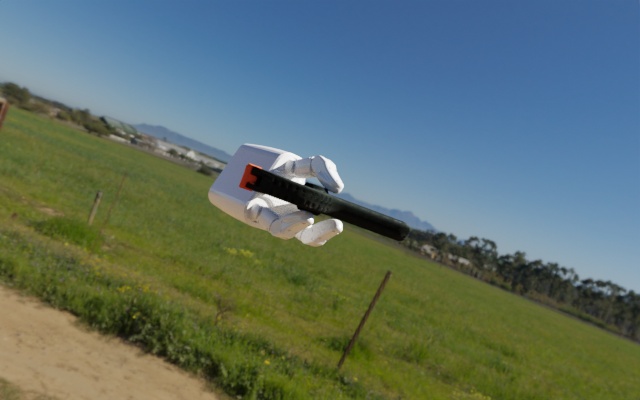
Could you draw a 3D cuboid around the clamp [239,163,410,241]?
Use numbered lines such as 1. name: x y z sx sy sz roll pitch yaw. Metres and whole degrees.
1. clamp: 0.000 0.001 0.583 0.164 0.036 0.210 19 0 45
